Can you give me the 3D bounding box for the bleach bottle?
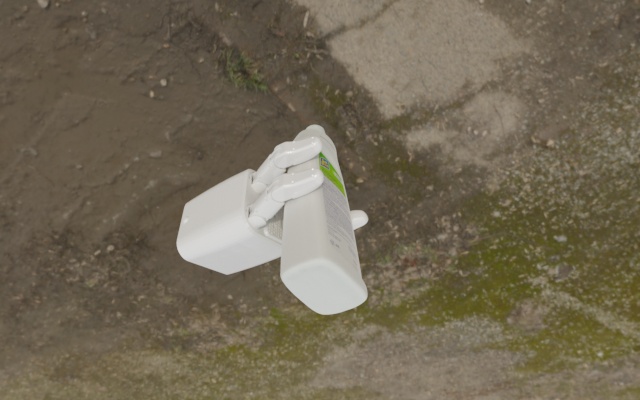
[{"bbox_3d":[0.000,0.002,0.575,0.068,0.250,0.103,-24,-48,21],"label":"bleach bottle"}]
